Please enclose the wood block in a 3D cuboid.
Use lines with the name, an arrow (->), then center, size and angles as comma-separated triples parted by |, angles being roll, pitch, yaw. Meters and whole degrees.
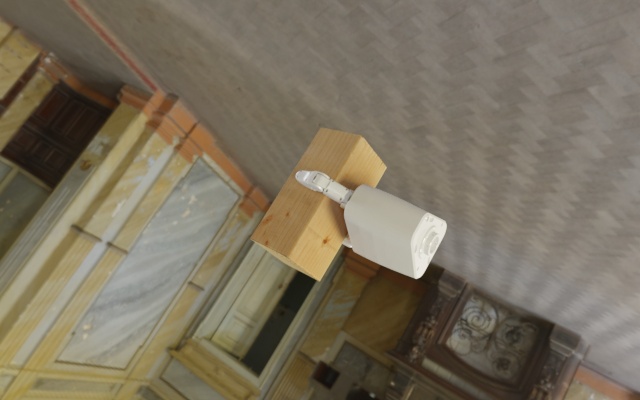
wood block -> 0.000, 0.002, 0.726 | 0.090, 0.206, 0.091 | 20, -17, 44
